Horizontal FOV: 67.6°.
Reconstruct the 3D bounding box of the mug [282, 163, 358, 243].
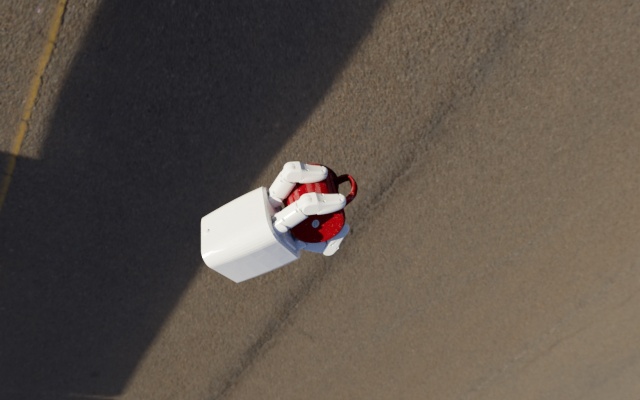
[{"bbox_3d":[0.001,0.002,0.689,0.117,0.081,0.093,-25,-48,9],"label":"mug"}]
